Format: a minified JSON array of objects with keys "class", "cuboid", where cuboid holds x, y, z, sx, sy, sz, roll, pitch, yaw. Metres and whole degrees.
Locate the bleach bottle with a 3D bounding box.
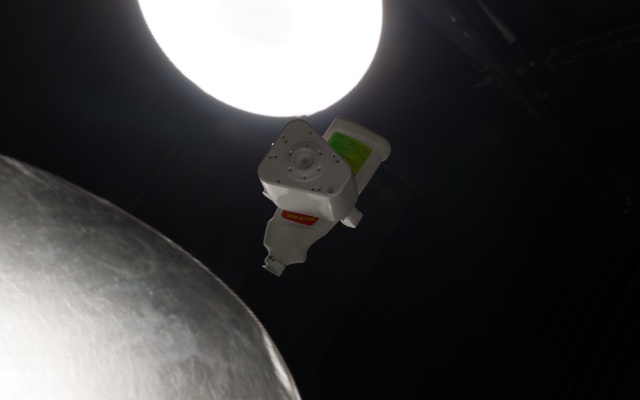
[{"class":"bleach bottle","cuboid":[0.000,0.002,0.711,0.102,0.251,0.068,30,-10,12]}]
